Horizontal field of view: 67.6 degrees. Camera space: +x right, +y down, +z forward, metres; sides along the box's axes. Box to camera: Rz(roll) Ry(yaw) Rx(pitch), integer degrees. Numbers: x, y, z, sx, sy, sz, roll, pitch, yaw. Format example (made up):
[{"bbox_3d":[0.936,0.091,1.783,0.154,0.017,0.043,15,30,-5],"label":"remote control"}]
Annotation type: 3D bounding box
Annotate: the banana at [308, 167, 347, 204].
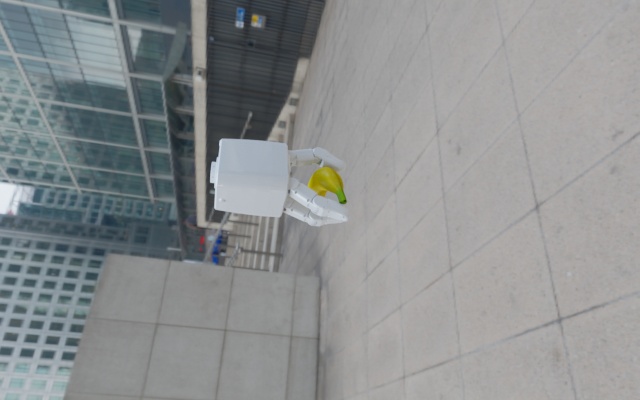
[{"bbox_3d":[0.001,-0.016,0.802,0.037,0.069,0.198,2,-8,-13],"label":"banana"}]
